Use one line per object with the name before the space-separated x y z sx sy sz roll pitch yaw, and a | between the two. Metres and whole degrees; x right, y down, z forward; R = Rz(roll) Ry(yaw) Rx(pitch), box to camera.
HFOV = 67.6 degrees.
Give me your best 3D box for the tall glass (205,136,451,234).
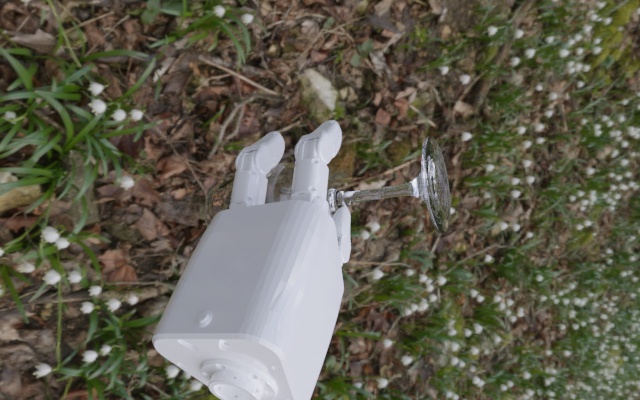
tall glass | 0.001 0.001 0.402 0.201 0.079 0.079 -8 -4 27
